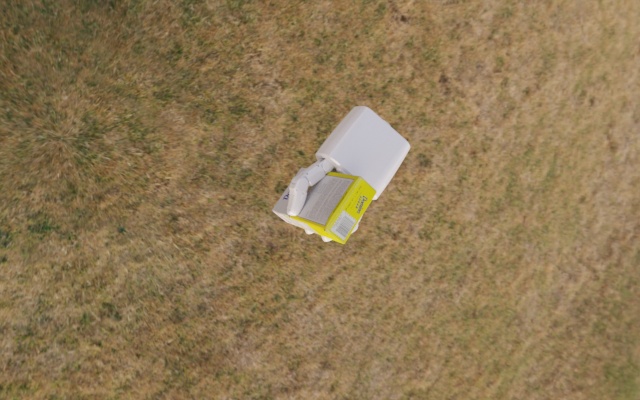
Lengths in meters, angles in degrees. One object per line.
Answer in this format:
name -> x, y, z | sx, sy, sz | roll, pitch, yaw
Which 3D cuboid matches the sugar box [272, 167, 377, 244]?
sugar box -> 0.001, 0.003, 0.735 | 0.048, 0.093, 0.176 | 39, -12, -27
